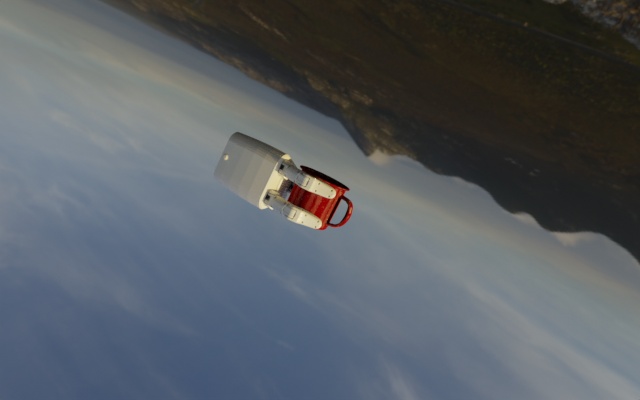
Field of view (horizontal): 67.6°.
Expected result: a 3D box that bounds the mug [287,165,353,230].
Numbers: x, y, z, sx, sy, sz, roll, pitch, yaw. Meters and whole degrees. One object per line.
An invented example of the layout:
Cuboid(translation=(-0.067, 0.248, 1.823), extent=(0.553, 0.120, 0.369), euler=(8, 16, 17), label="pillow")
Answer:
Cuboid(translation=(0.001, 0.003, 0.799), extent=(0.117, 0.081, 0.093), euler=(30, 9, 21), label="mug")
